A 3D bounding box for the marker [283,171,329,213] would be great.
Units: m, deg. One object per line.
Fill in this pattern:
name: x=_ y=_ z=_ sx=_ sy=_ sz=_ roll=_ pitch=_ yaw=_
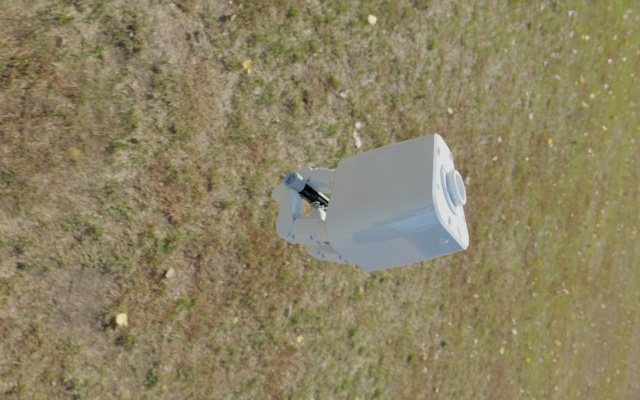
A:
marker: x=0.000 y=0.002 z=0.547 sx=0.020 sy=0.020 sz=0.121 roll=0 pitch=-24 yaw=35
